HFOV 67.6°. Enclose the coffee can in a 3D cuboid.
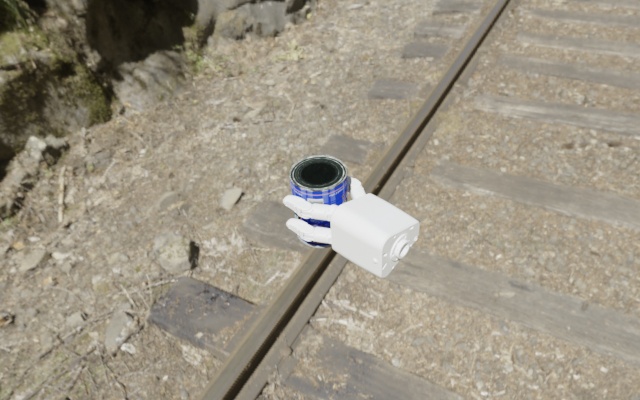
[{"bbox_3d":[0.000,0.003,0.876,0.103,0.140,0.102,-3,41,2],"label":"coffee can"}]
